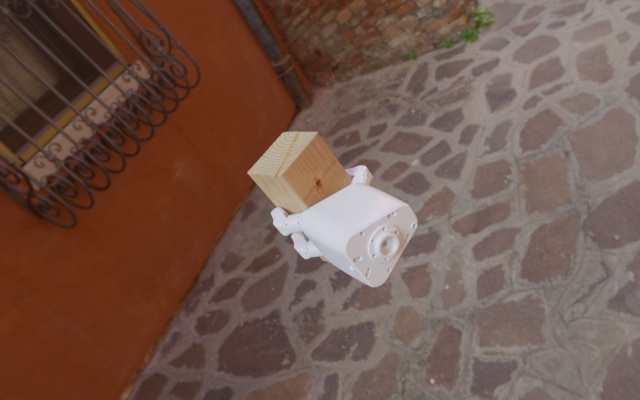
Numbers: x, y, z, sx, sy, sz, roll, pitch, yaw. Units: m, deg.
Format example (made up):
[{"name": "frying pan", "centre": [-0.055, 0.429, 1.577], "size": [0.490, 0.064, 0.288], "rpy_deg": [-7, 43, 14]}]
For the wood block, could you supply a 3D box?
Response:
[{"name": "wood block", "centre": [0.000, 0.002, 0.725], "size": [0.090, 0.090, 0.206], "rpy_deg": [9, -36, 51]}]
